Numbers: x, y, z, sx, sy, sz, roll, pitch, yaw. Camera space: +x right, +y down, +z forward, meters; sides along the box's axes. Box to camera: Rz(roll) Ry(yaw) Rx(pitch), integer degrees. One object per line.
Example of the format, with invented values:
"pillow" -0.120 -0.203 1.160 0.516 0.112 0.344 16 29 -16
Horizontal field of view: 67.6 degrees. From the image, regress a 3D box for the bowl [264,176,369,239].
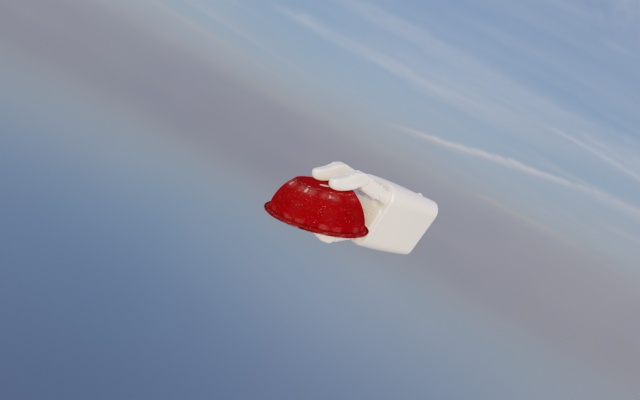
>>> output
"bowl" -0.001 0.002 0.708 0.162 0.055 0.162 14 12 -3
